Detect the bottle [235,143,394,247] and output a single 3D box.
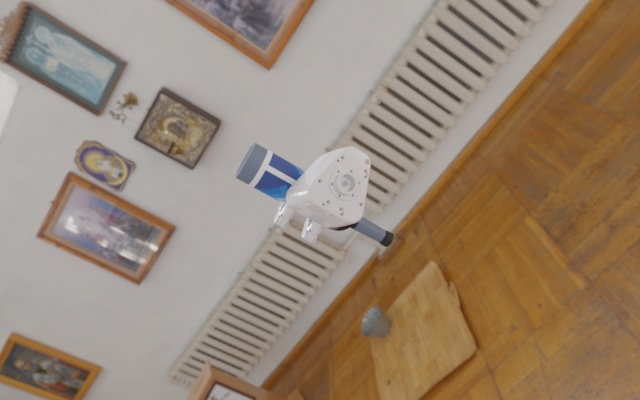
[{"bbox_3d":[0.000,0.003,0.820,0.296,0.069,0.069,29,-8,-15],"label":"bottle"}]
